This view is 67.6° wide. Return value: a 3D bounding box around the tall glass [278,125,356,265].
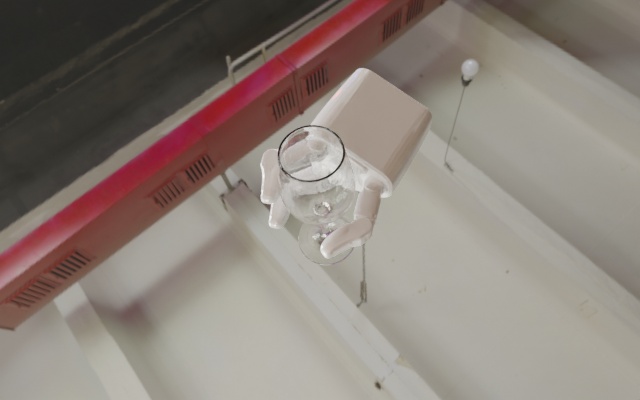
[{"bbox_3d":[0.000,0.002,0.519,0.079,0.079,0.201,0,-27,6],"label":"tall glass"}]
